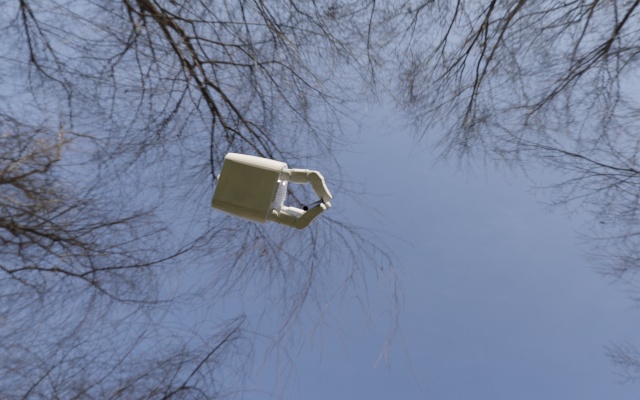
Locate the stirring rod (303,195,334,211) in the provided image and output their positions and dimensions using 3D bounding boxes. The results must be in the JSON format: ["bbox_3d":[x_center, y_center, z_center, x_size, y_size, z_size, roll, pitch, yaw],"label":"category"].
[{"bbox_3d":[0.000,0.003,0.816,0.011,0.011,0.239,0,4,11],"label":"stirring rod"}]
